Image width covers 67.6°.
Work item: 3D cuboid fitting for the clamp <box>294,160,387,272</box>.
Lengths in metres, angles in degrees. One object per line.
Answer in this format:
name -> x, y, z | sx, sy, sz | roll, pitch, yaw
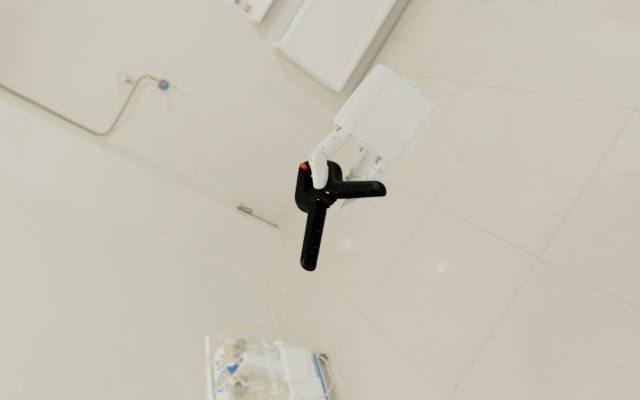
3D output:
clamp -> 0.000, 0.002, 0.734 | 0.036, 0.164, 0.210 | 36, 7, -33
